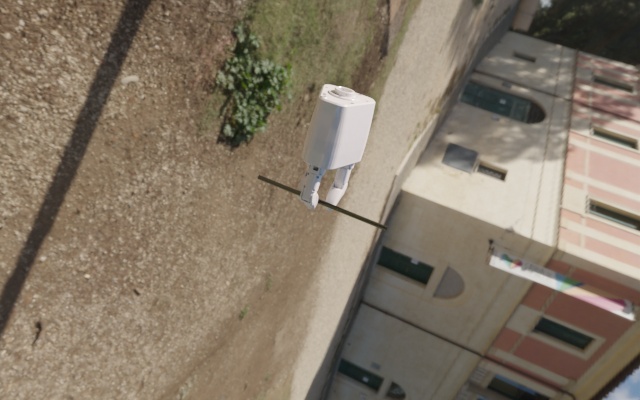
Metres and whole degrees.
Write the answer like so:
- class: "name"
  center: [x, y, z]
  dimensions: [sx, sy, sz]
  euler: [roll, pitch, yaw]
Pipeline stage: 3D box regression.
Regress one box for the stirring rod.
- class: "stirring rod"
  center: [0.000, 0.003, 0.811]
  dimensions: [0.239, 0.011, 0.011]
  euler: [22, 5, 13]
